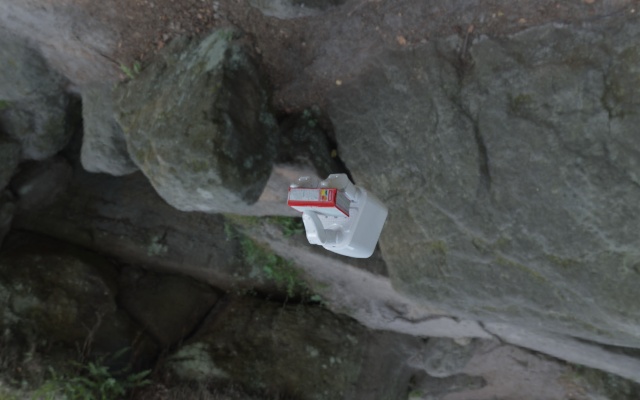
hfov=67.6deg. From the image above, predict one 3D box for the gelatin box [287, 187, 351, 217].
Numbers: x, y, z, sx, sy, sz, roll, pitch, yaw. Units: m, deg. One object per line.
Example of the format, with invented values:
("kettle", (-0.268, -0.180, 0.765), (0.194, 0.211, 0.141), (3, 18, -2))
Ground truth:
("gelatin box", (0.000, 0.003, 0.718), (0.073, 0.030, 0.089), (2, -10, 18))
